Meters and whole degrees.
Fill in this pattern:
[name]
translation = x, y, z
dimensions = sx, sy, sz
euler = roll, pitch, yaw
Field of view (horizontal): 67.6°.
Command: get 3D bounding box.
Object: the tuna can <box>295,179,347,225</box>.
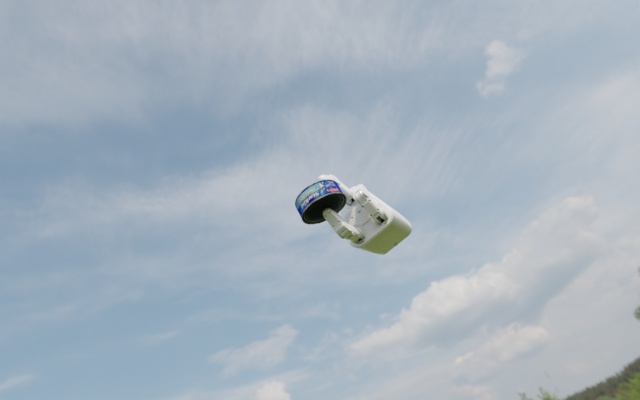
[tuna can]
translation = 0.000, 0.002, 0.821
dimensions = 0.086, 0.033, 0.086
euler = -22, -29, -13
